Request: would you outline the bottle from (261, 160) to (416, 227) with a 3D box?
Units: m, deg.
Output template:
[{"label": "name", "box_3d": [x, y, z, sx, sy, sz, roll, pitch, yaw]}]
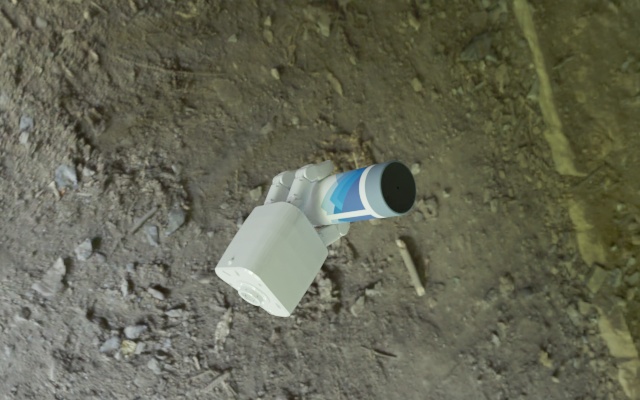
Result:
[{"label": "bottle", "box_3d": [0.000, 0.002, 0.681, 0.069, 0.069, 0.296, 0, -7, -40]}]
